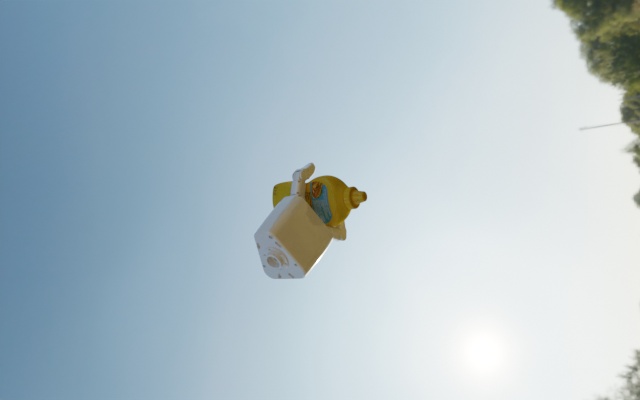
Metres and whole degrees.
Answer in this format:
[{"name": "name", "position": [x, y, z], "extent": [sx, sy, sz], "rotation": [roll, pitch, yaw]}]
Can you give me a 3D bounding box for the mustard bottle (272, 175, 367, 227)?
[{"name": "mustard bottle", "position": [0.000, 0.003, 0.890], "extent": [0.191, 0.096, 0.058], "rotation": [-7, 5, 35]}]
